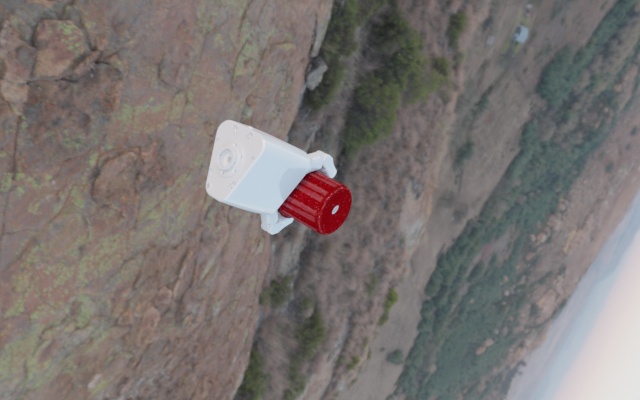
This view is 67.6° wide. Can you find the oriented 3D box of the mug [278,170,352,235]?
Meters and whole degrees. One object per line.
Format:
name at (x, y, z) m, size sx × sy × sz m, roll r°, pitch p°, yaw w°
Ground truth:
mug at (0.001, 0.003, 0.743) m, size 0.081 × 0.093 × 0.117 m, roll 28°, pitch 8°, yaw 33°
